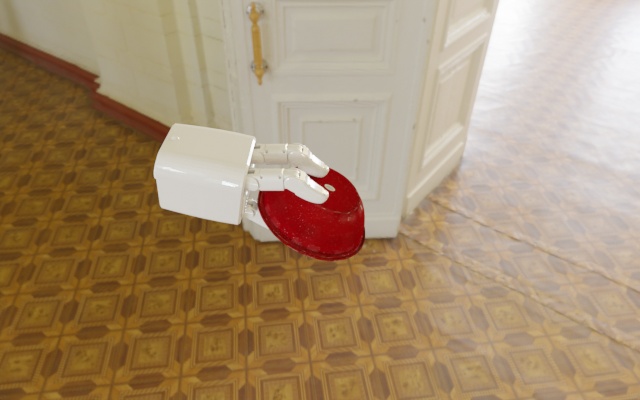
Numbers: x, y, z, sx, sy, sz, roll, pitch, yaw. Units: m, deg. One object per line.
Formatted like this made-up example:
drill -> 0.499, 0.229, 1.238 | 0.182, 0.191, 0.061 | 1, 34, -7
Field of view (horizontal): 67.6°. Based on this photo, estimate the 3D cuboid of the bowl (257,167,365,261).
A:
bowl -> 0.001, 0.002, 0.643 | 0.162, 0.162, 0.055 | 0, -44, -35
